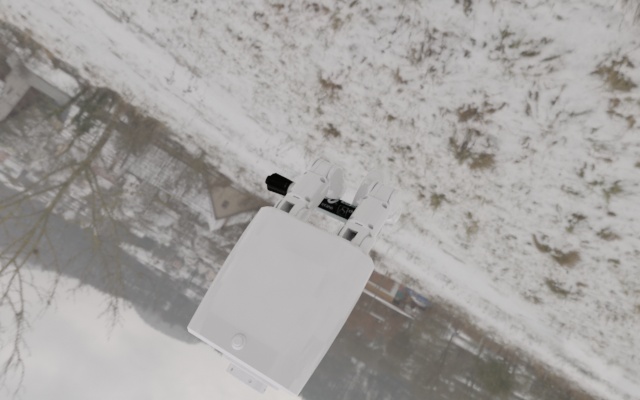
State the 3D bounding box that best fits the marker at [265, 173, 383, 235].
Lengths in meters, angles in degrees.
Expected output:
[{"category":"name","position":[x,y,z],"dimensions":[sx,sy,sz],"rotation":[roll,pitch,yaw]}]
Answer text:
[{"category":"marker","position":[0.000,0.001,0.435],"dimensions":[0.121,0.020,0.020],"rotation":[23,9,23]}]
